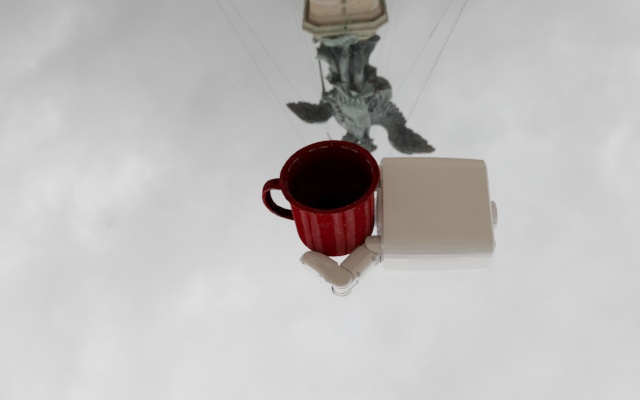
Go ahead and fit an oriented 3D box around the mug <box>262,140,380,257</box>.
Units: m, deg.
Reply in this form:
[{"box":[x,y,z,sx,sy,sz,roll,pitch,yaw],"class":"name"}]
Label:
[{"box":[-0.001,0.002,0.470,0.117,0.093,0.082,1,-40,8],"class":"mug"}]
